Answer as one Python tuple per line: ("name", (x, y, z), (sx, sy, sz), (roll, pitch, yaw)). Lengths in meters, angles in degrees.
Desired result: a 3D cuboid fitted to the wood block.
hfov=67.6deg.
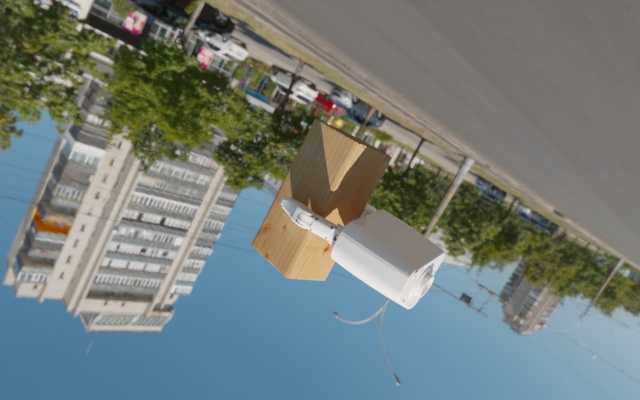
("wood block", (0.000, 0.002, 0.681), (0.090, 0.206, 0.091), (36, 13, 38))
